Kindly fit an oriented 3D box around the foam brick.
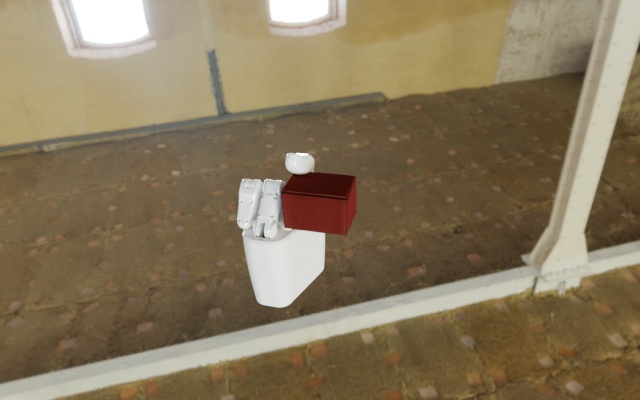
[{"bbox_3d":[0.000,0.002,0.556,0.078,0.051,0.053,6,32,16],"label":"foam brick"}]
